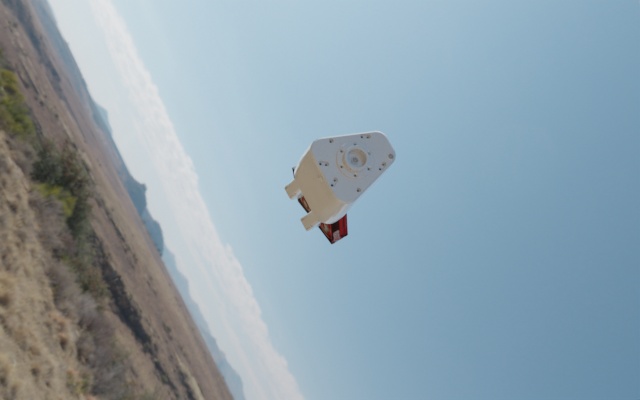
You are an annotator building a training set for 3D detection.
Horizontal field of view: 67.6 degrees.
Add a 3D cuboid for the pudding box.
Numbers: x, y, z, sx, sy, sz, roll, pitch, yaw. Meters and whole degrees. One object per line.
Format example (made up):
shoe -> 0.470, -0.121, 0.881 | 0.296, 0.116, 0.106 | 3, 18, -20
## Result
pudding box -> 0.000, 0.002, 0.774 | 0.039, 0.113, 0.090 | -26, -36, -16
